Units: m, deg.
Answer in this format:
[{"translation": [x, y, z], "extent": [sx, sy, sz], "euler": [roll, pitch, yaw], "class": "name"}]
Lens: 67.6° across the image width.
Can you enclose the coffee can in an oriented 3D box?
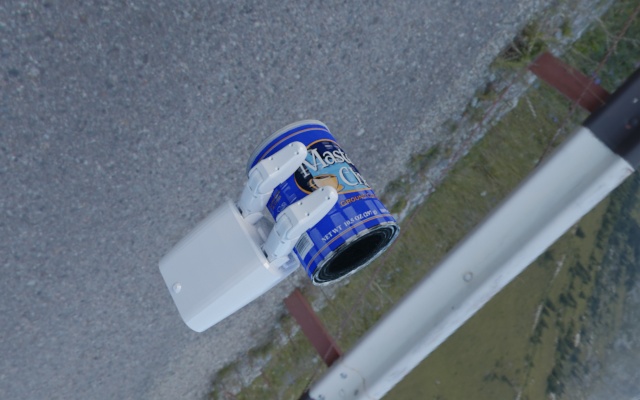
[{"translation": [0.000, 0.001, 0.494], "extent": [0.103, 0.140, 0.103], "euler": [-28, -24, -14], "class": "coffee can"}]
